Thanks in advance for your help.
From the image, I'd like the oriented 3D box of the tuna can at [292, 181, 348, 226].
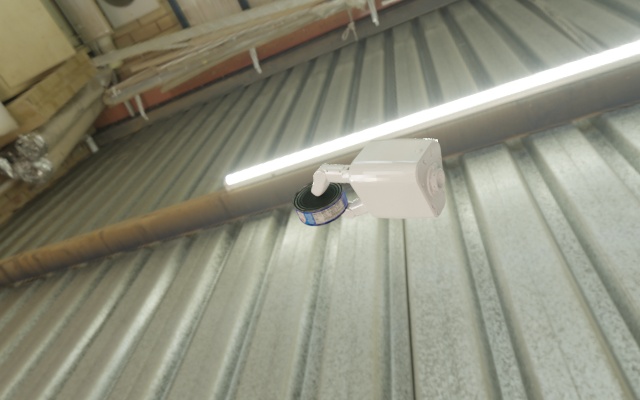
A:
[{"bbox_3d":[0.000,0.003,0.770,0.086,0.034,0.086,-15,33,10],"label":"tuna can"}]
